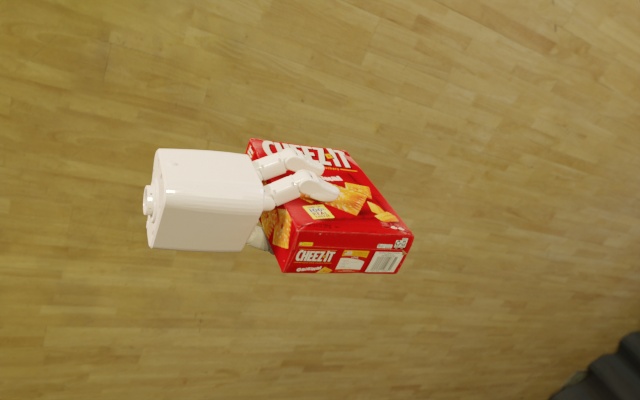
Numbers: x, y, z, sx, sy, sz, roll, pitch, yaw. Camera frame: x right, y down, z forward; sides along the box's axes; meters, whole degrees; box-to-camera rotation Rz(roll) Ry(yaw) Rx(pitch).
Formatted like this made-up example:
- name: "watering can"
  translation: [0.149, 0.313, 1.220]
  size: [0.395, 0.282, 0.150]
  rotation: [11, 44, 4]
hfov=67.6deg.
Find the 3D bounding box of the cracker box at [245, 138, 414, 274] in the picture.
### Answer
- name: "cracker box"
  translation: [0.000, 0.002, 0.630]
  size: [0.164, 0.072, 0.213]
  rotation: [5, 33, -28]
